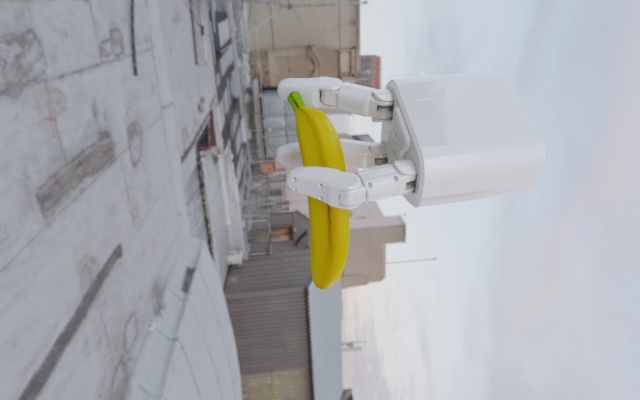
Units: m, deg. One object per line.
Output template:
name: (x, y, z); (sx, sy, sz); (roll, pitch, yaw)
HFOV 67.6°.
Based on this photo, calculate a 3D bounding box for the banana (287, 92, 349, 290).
banana: (0.004, 0.004, 0.430); (0.037, 0.198, 0.069); (-9, 20, -10)
